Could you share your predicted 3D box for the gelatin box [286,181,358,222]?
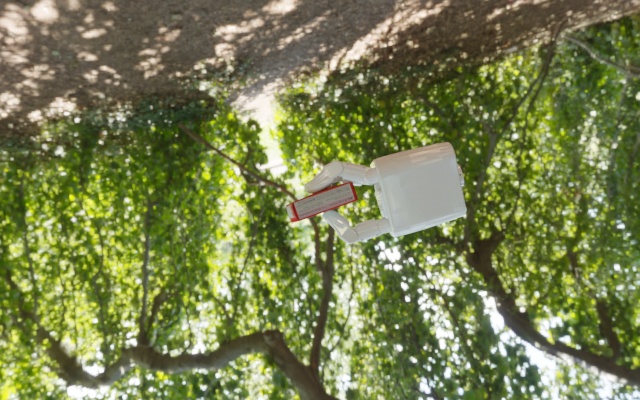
[{"bbox_3d":[0.000,0.003,0.664,0.089,0.030,0.073,-20,0,-11],"label":"gelatin box"}]
